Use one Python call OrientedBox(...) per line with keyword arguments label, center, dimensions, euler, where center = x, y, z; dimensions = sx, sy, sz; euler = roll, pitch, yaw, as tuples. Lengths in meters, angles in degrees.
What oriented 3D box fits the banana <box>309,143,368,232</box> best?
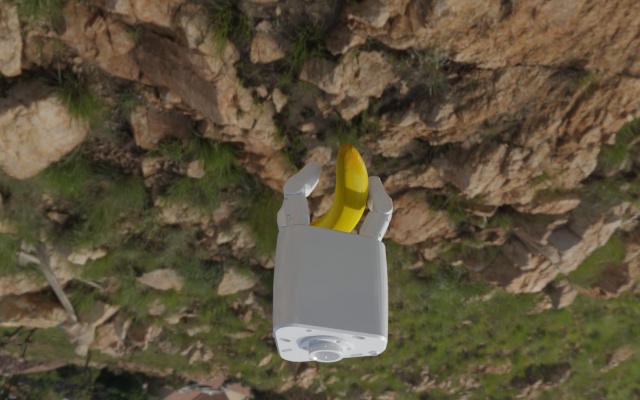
OrientedBox(label="banana", center=(0.016, 0.010, 0.565), dimensions=(0.069, 0.037, 0.198), euler=(21, -39, -14))
